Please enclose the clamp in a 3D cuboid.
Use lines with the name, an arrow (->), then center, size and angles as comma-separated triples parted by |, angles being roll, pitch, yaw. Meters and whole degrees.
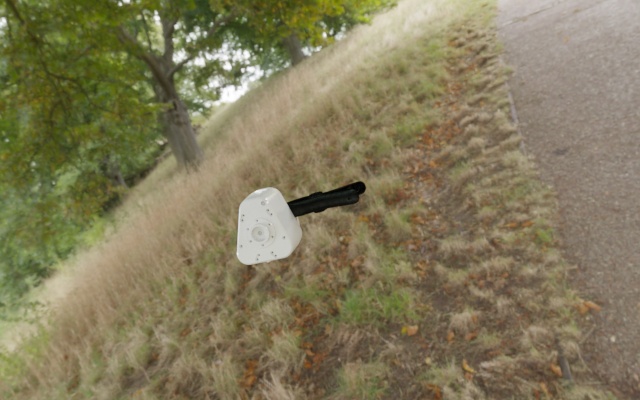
clamp -> 0.000, 0.002, 0.856 | 0.171, 0.039, 0.120 | -18, 1, 5
